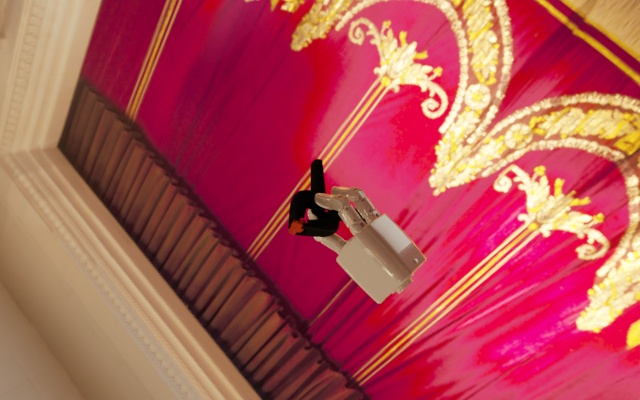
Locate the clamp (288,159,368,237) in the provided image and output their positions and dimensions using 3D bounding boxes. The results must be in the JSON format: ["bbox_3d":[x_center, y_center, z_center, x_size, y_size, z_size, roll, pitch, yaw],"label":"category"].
[{"bbox_3d":[0.000,0.004,0.838,0.036,0.164,0.210,-50,-15,33],"label":"clamp"}]
